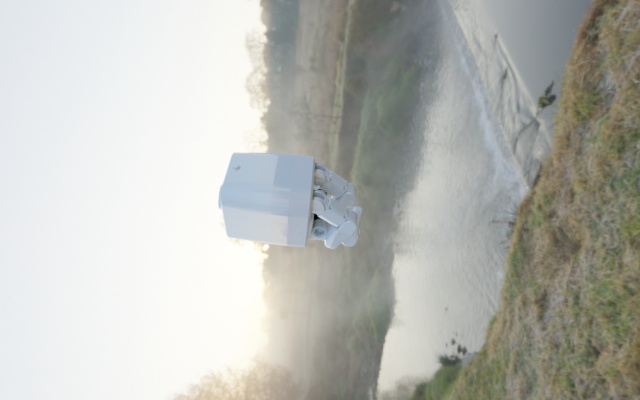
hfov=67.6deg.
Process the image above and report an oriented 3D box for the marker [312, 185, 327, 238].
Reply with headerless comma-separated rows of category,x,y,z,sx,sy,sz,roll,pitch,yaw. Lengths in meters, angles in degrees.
marker,0.000,0.002,0.643,0.020,0.020,0.121,0,39,2
